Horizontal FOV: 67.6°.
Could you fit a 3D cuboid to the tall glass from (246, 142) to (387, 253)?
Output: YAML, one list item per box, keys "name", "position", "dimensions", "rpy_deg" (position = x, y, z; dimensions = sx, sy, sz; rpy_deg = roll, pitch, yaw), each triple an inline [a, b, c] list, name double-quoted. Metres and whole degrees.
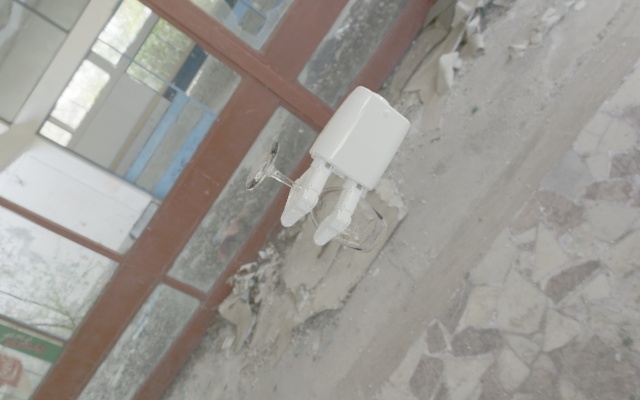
- name: "tall glass"
  position: [-0.001, 0.002, 0.671]
  dimensions: [0.201, 0.079, 0.079]
  rpy_deg: [32, -14, -23]
